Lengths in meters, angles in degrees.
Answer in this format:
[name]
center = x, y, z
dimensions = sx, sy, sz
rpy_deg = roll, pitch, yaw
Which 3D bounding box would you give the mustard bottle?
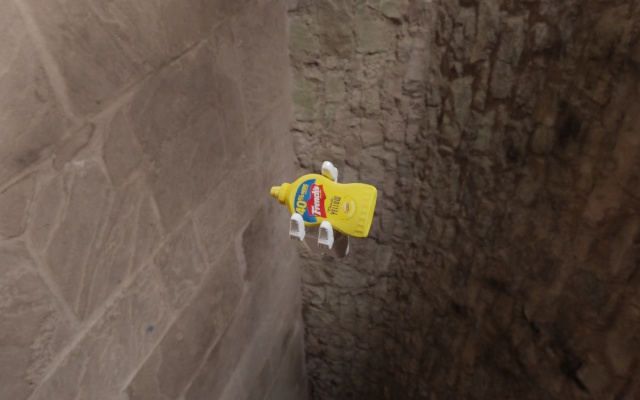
[mustard bottle]
center = 0.000, 0.003, 0.869
dimensions = 0.191, 0.096, 0.058
rpy_deg = 13, 1, 15
